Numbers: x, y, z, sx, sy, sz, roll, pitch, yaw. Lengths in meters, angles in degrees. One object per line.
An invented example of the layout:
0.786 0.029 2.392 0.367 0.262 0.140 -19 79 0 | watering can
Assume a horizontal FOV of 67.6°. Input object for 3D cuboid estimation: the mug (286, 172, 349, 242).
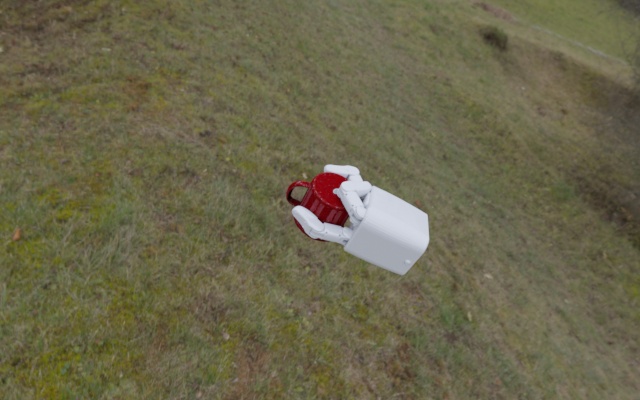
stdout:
-0.001 0.002 0.790 0.117 0.093 0.081 25 -47 -4 | mug
